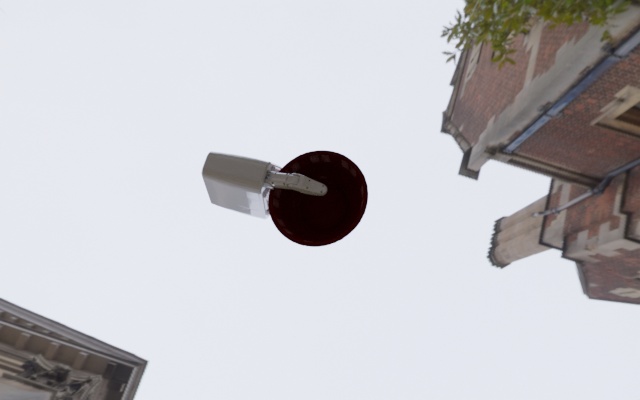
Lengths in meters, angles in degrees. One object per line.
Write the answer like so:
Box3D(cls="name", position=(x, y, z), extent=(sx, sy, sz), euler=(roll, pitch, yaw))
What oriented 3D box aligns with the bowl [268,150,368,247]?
Box3D(cls="bowl", position=(0.001, 0.003, 0.772), extent=(0.162, 0.162, 0.055), euler=(0, -20, 13))
